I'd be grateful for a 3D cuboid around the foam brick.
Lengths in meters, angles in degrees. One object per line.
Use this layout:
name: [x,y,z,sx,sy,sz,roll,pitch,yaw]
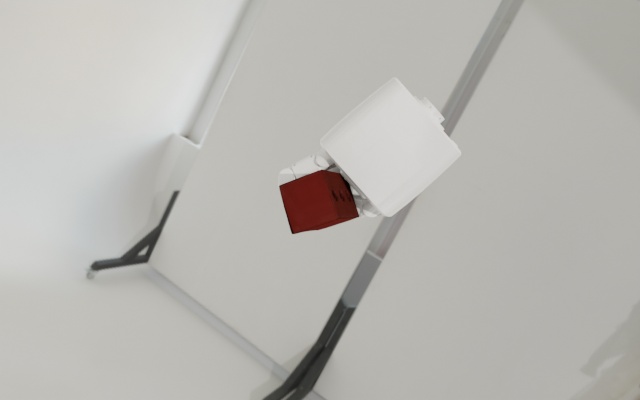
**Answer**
foam brick: [0.000,0.002,0.500,0.051,0.053,0.078,-19,-6,19]
